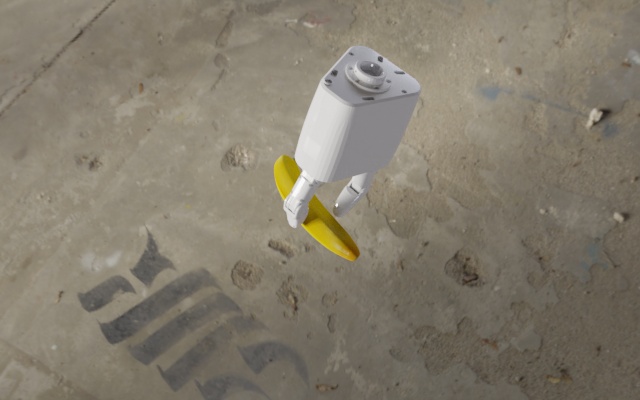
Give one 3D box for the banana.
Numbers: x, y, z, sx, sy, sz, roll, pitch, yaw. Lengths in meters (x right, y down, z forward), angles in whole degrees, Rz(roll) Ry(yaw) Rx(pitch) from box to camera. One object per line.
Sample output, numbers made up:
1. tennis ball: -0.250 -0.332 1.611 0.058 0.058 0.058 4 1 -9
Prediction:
1. banana: -0.016 -0.001 0.624 0.069 0.037 0.197 4 42 -40
